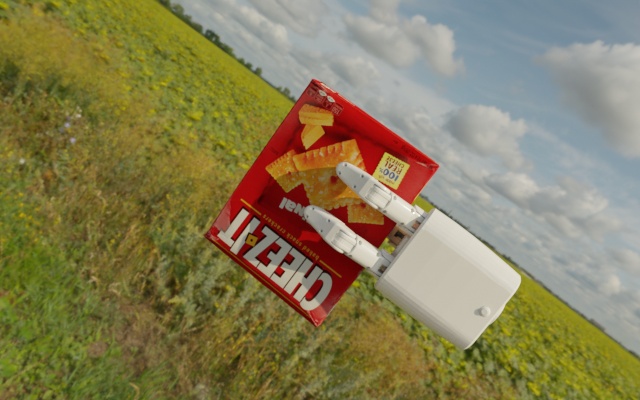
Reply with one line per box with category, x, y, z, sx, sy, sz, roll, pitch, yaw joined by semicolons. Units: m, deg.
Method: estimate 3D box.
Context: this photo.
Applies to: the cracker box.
cracker box;0.000;0.002;0.525;0.164;0.214;0.072;37;8;9
